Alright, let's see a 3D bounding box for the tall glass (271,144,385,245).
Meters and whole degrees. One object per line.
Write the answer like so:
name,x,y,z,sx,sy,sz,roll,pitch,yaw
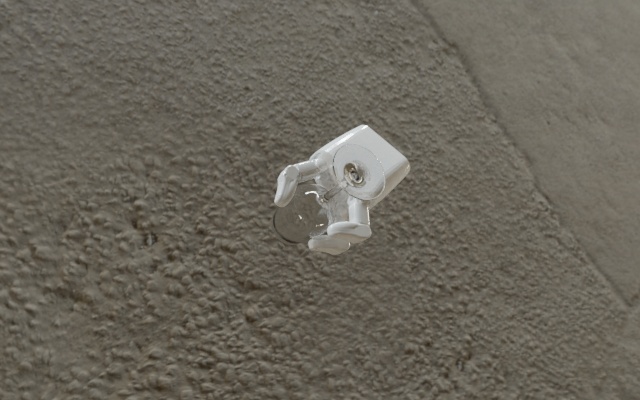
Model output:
tall glass,0.000,0.002,0.648,0.079,0.079,0.201,0,-22,-31
